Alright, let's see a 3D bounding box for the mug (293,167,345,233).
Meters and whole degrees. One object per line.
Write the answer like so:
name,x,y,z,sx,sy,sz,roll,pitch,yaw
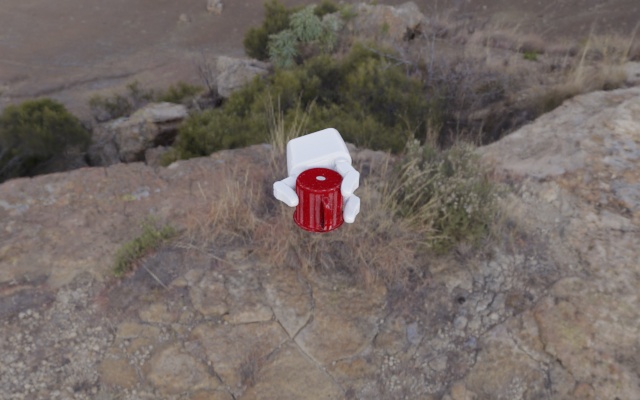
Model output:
mug,0.000,0.003,0.814,0.093,0.082,0.117,-5,35,-8
